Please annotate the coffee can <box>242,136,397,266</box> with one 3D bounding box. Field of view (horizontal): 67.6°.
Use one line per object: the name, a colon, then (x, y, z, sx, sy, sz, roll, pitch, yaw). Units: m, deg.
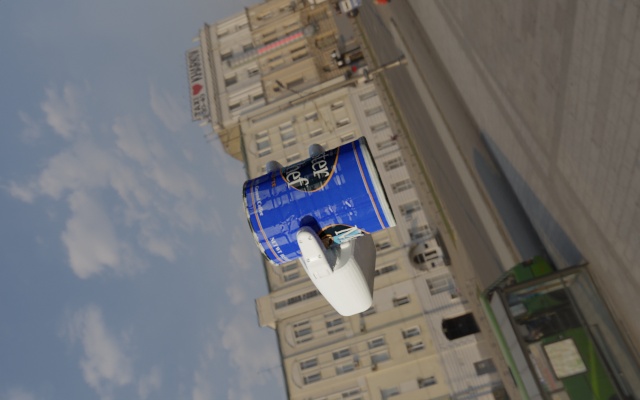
coffee can: (0.000, 0.002, 0.525, 0.140, 0.103, 0.103, -20, -3, 9)
